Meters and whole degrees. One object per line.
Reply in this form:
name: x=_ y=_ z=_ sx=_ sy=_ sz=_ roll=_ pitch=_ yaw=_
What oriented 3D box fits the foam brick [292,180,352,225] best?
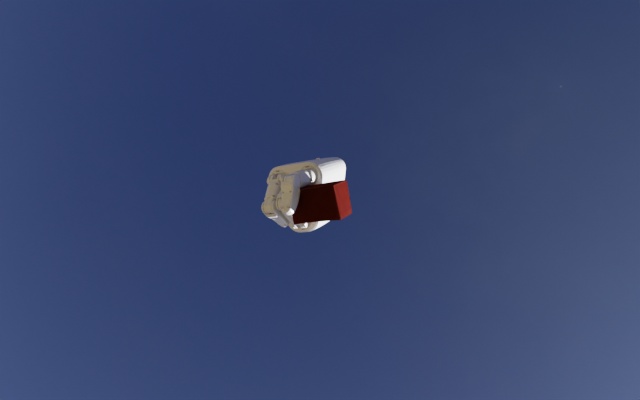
foam brick: x=0.000 y=0.002 z=0.705 sx=0.078 sy=0.053 sz=0.051 roll=-6 pitch=7 yaw=28
